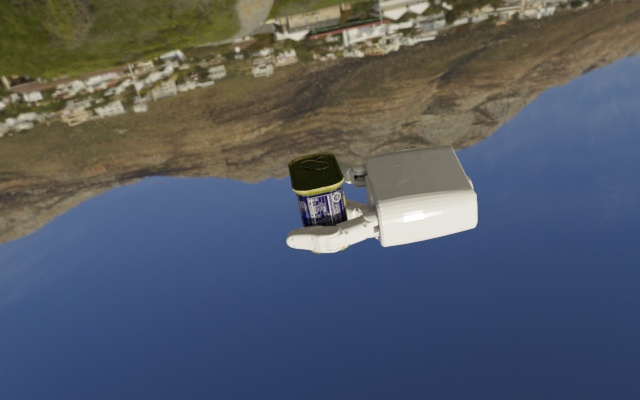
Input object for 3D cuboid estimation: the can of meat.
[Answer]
[{"bbox_3d":[0.000,0.002,0.561,0.057,0.084,0.102,-12,27,-2],"label":"can of meat"}]
